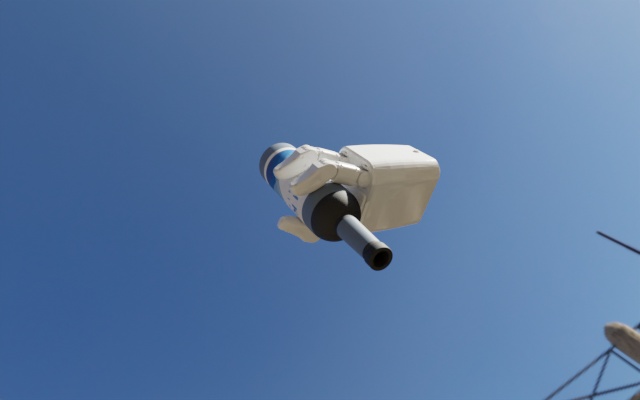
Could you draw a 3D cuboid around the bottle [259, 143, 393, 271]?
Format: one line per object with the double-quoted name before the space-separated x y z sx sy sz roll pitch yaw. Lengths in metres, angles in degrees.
"bottle" 0.000 0.002 0.599 0.069 0.069 0.295 0 23 -27
